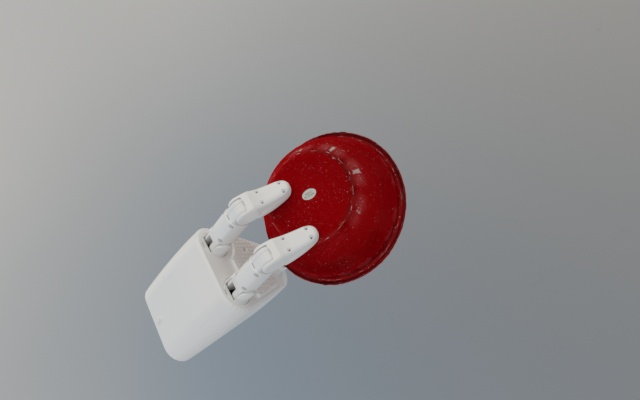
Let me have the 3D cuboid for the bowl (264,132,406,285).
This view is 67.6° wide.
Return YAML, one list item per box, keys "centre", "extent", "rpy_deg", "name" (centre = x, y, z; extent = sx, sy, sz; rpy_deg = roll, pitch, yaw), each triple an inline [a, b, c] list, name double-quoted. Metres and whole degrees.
- centre: [0.001, 0.000, 0.475]
  extent: [0.162, 0.162, 0.055]
  rpy_deg: [0, -11, 26]
  name: "bowl"
